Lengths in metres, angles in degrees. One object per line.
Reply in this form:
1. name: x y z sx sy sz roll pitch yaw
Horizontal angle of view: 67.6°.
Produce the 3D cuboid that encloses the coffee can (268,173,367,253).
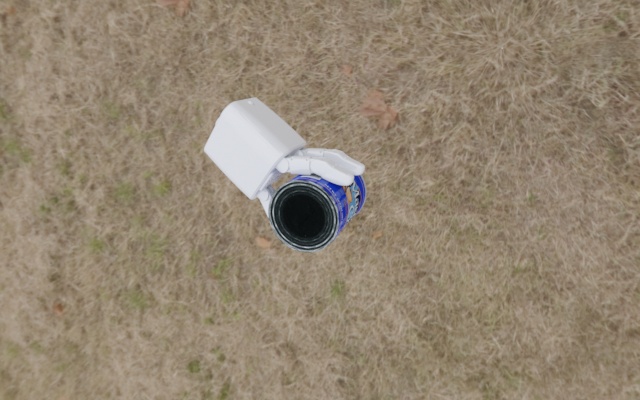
1. coffee can: 0.000 0.002 0.696 0.103 0.103 0.140 0 17 21
